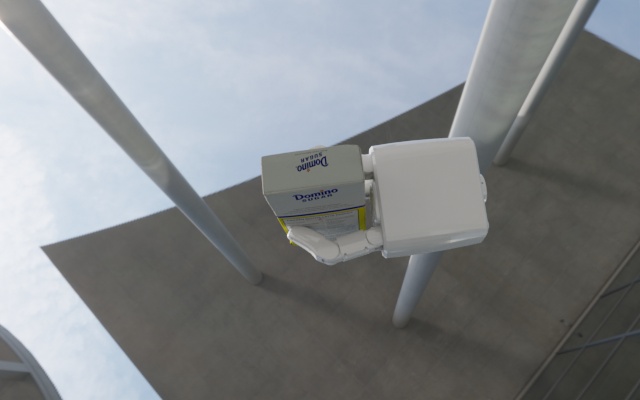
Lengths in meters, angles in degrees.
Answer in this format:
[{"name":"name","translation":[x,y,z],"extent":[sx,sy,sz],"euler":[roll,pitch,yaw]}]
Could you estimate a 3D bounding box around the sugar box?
[{"name":"sugar box","translation":[0.000,0.001,0.504],"extent":[0.093,0.048,0.176],"euler":[-7,-23,2]}]
